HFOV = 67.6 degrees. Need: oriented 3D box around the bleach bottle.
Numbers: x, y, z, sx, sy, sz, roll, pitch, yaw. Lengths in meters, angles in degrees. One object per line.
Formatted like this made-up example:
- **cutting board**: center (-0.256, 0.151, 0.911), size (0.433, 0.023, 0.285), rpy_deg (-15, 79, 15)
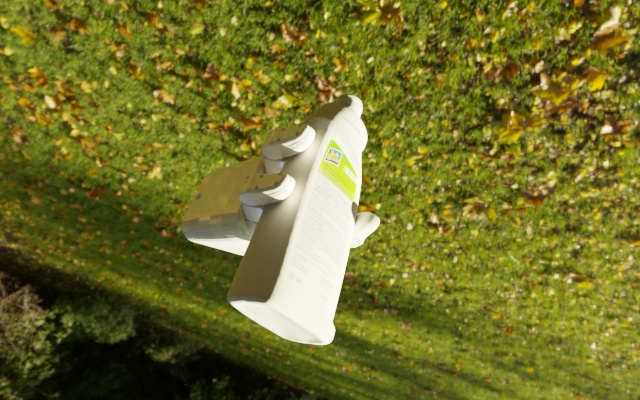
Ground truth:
- **bleach bottle**: center (0.000, 0.002, 0.467), size (0.068, 0.250, 0.103), rpy_deg (-7, -38, 39)
